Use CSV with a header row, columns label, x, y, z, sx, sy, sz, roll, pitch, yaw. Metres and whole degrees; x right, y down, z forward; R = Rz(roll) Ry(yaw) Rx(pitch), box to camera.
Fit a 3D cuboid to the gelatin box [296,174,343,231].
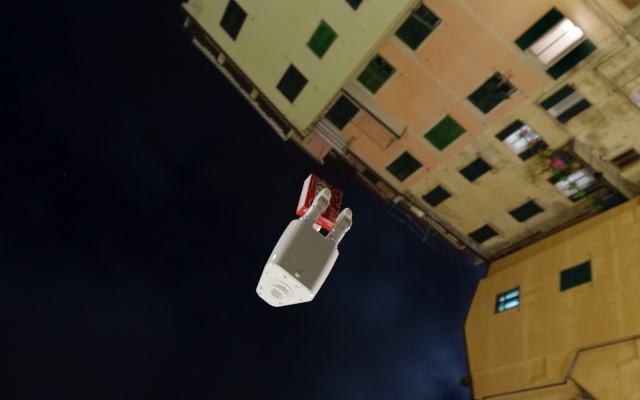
label,x,y,z,sx,sy,sz,roll,pitch,yaw
gelatin box,0.000,0.003,0.887,0.073,0.089,0.030,30,-47,-17
